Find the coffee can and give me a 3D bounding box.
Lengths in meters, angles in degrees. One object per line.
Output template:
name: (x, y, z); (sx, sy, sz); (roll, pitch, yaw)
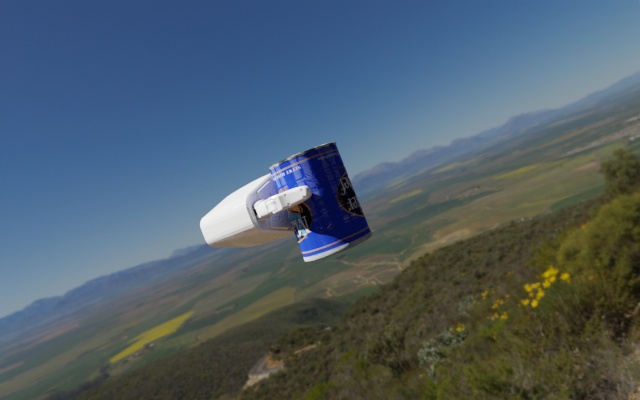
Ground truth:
coffee can: (0.000, 0.002, 0.671); (0.103, 0.140, 0.103); (-22, 0, 0)
